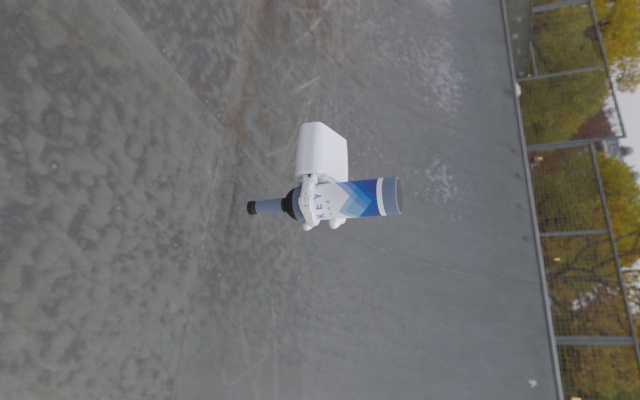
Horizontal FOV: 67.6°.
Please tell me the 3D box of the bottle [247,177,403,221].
[{"bbox_3d":[0.000,0.003,0.886,0.296,0.069,0.069,-5,-2,19],"label":"bottle"}]
